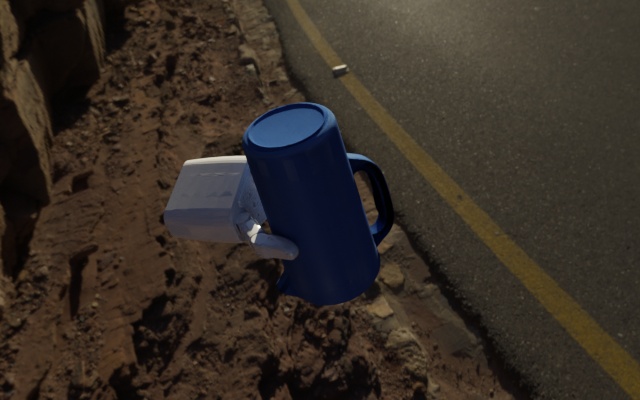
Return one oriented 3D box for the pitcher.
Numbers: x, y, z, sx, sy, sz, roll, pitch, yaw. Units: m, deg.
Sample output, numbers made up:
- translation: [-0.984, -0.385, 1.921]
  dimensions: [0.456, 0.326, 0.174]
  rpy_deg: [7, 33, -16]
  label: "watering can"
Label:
- translation: [0.000, 0.002, 0.597]
  dimensions: [0.145, 0.243, 0.149]
  rpy_deg: [1, 42, 21]
  label: "pitcher"
